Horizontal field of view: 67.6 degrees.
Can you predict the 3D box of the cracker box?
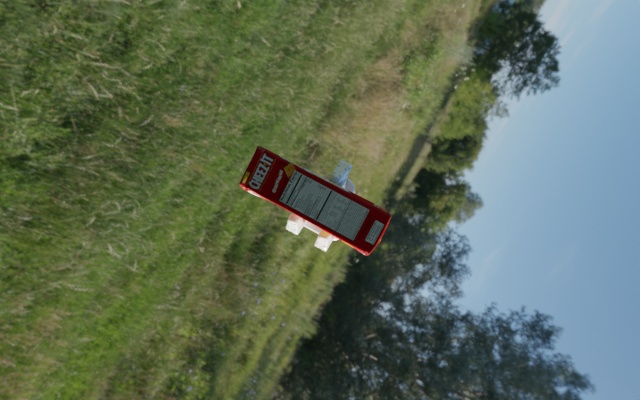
[{"bbox_3d":[0.000,0.002,0.735,0.213,0.072,0.164,28,2,7],"label":"cracker box"}]
